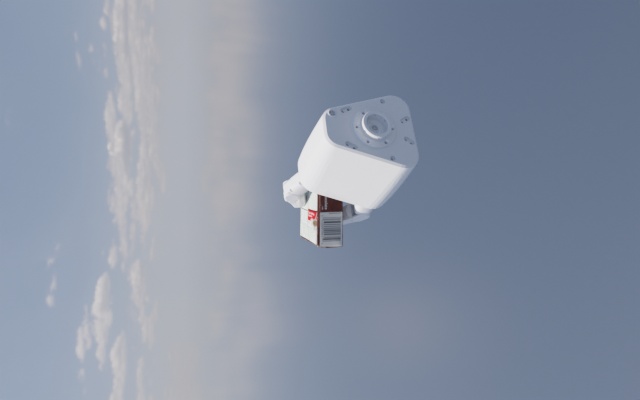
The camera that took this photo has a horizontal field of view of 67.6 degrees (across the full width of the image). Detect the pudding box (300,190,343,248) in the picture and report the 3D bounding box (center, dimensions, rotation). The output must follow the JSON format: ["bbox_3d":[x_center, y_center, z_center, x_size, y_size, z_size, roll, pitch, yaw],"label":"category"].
[{"bbox_3d":[0.000,0.002,0.653,0.039,0.113,0.090,1,5,-16],"label":"pudding box"}]
